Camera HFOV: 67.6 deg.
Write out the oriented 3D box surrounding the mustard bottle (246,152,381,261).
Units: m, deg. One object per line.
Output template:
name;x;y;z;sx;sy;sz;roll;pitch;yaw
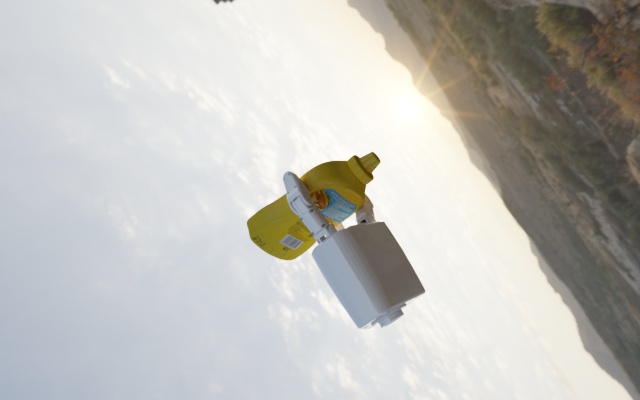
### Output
mustard bottle;0.000;0.002;0.629;0.192;0.058;0.096;-38;-45;19
